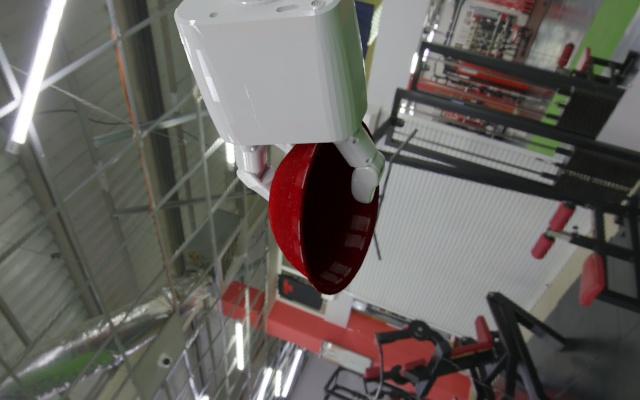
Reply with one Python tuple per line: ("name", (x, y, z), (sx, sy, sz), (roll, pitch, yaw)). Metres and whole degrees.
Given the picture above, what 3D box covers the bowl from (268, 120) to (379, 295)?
("bowl", (0.000, 0.002, 0.439), (0.055, 0.162, 0.162), (7, 3, 28))
